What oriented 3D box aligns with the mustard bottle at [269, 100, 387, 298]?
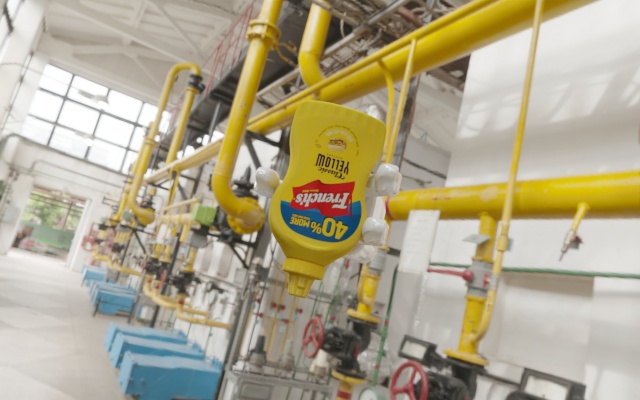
[{"bbox_3d":[0.000,0.001,0.478,0.096,0.191,0.058,16,-12,-6],"label":"mustard bottle"}]
